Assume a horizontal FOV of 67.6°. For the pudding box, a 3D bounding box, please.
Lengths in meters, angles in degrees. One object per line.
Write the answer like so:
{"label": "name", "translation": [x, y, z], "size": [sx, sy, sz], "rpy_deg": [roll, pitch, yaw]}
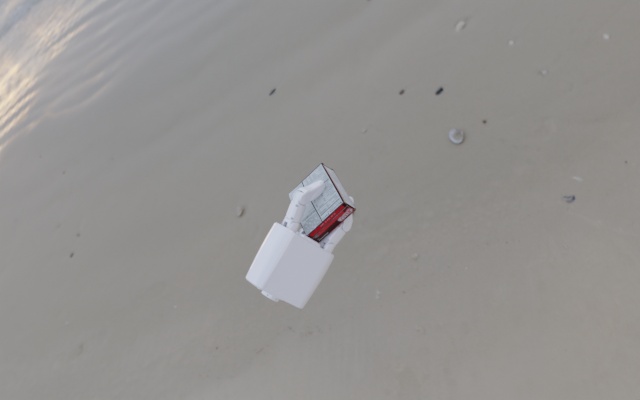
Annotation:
{"label": "pudding box", "translation": [0.000, 0.003, 0.820], "size": [0.090, 0.113, 0.039], "rpy_deg": [-42, -43, 16]}
